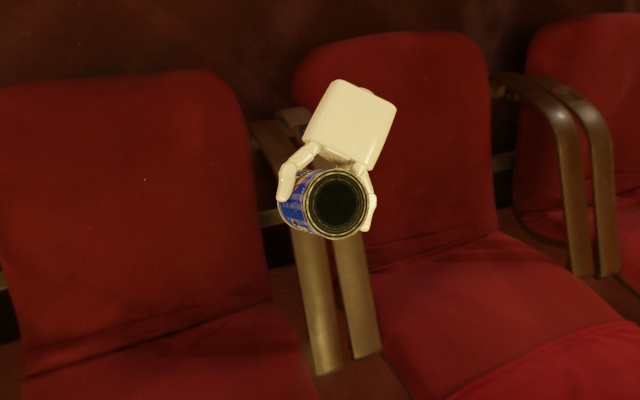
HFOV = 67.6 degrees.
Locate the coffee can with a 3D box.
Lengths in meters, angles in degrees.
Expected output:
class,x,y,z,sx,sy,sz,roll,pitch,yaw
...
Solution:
class,x,y,z,sx,sy,sz,roll,pitch,yaw
coffee can,0.000,0.003,0.742,0.103,0.103,0.140,0,2,-20
